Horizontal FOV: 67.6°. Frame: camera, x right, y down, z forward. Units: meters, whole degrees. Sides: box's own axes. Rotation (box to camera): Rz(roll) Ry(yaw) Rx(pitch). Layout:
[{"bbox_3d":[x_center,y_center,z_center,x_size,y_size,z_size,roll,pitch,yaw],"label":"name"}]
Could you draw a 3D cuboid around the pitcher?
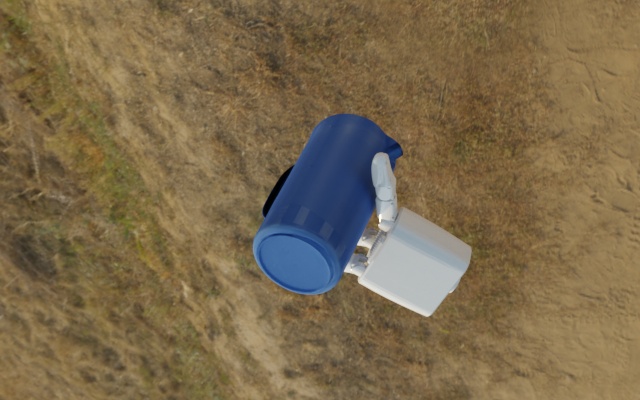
[{"bbox_3d":[0.000,0.002,0.624,0.145,0.149,0.242,28,43,1],"label":"pitcher"}]
